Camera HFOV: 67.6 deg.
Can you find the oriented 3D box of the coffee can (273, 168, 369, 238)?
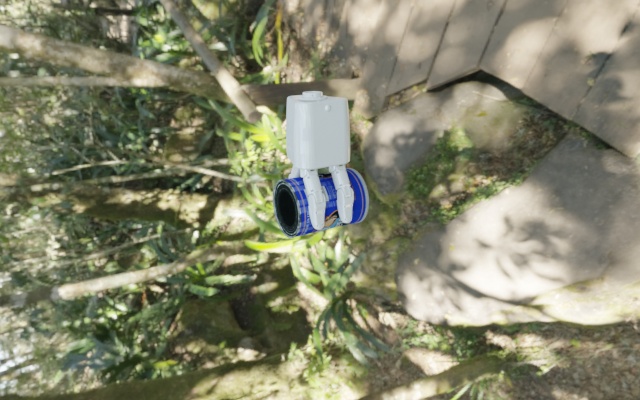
[{"bbox_3d":[0.000,0.003,0.847,0.140,0.103,0.103,-12,5,-28],"label":"coffee can"}]
